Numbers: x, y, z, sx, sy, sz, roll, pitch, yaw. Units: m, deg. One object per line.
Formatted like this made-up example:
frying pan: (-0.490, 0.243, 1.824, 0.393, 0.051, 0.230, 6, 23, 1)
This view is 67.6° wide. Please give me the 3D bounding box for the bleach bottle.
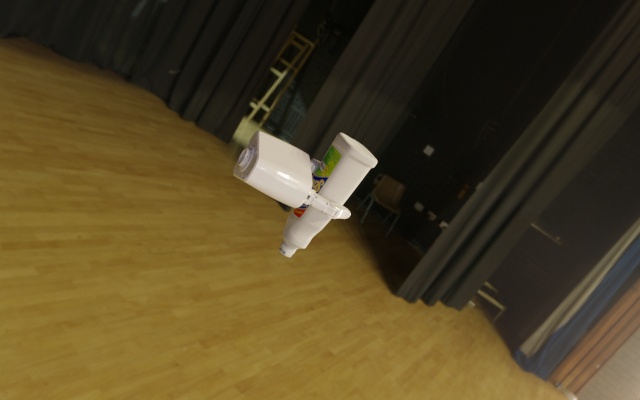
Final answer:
bleach bottle: (0.000, 0.003, 0.882, 0.068, 0.251, 0.102, 26, 16, -25)
